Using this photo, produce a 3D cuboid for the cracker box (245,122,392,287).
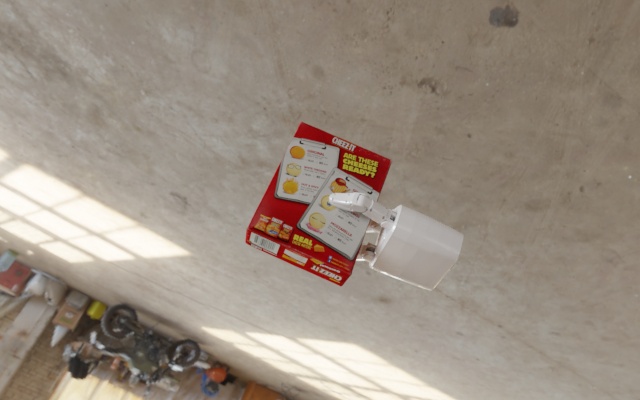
[{"bbox_3d":[0.000,0.003,0.748,0.164,0.213,0.072,23,-30,-1],"label":"cracker box"}]
